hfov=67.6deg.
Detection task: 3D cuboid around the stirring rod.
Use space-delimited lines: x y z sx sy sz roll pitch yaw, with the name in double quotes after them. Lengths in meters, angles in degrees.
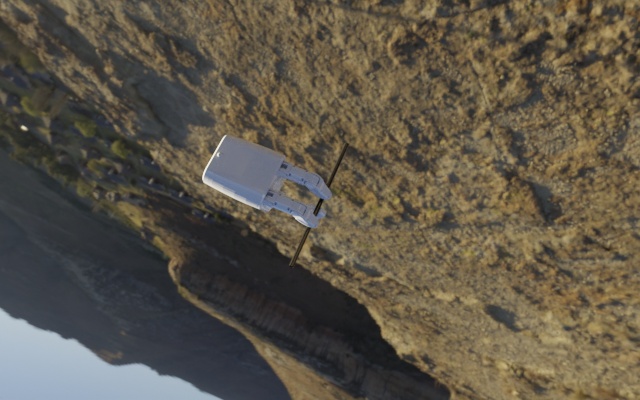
0.000 0.003 0.802 0.011 0.239 0.011 21 -20 8 "stirring rod"
